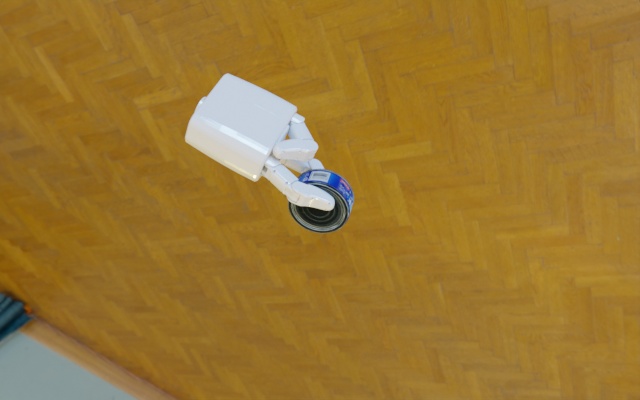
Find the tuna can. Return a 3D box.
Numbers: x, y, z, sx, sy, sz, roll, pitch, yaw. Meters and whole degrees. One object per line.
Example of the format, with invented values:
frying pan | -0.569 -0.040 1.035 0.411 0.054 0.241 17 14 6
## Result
tuna can | 0.000 0.002 0.638 0.086 0.086 0.033 0 36 16
